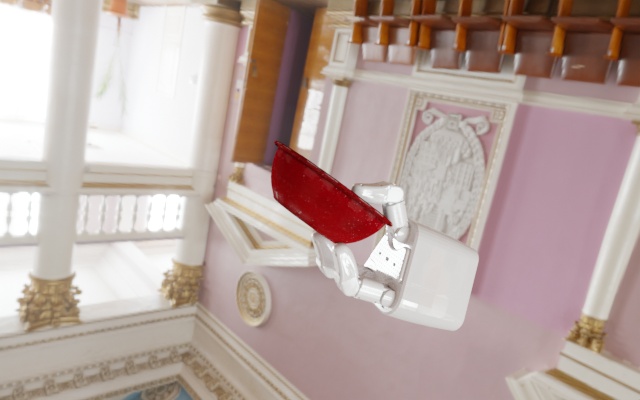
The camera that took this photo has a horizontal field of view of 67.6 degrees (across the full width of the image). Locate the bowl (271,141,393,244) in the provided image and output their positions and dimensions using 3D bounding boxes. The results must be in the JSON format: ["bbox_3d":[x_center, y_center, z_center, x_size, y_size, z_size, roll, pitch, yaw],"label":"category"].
[{"bbox_3d":[-0.001,0.001,0.536,0.162,0.055,0.162,36,0,0],"label":"bowl"}]
